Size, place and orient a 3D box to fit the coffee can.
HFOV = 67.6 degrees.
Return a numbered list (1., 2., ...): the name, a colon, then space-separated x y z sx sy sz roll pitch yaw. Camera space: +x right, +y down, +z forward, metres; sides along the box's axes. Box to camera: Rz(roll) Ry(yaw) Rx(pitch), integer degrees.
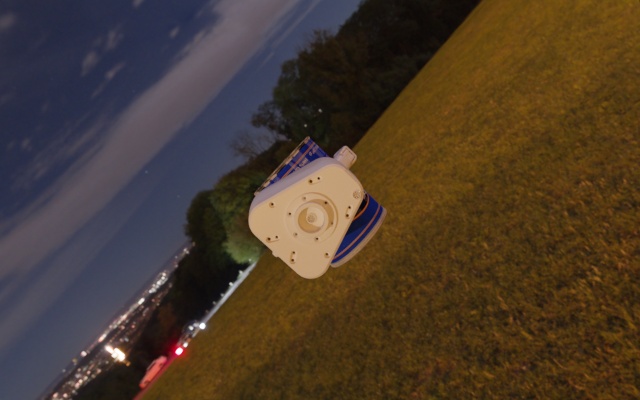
1. coffee can: 0.000 0.002 0.616 0.140 0.103 0.103 43 -7 -7
